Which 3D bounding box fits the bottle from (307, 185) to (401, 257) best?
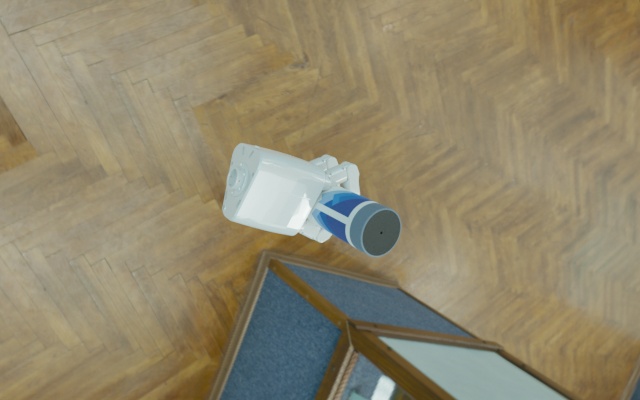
[{"bbox_3d":[0.000,0.002,0.725,0.069,0.069,0.295,0,15,-33],"label":"bottle"}]
